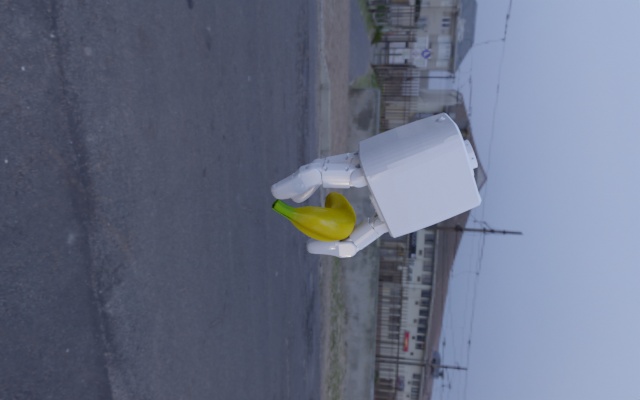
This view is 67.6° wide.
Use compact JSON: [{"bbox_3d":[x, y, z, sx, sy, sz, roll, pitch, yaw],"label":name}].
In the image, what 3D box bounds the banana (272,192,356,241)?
[{"bbox_3d":[0.011,0.016,0.559,0.037,0.069,0.198,-44,-11,14],"label":"banana"}]
